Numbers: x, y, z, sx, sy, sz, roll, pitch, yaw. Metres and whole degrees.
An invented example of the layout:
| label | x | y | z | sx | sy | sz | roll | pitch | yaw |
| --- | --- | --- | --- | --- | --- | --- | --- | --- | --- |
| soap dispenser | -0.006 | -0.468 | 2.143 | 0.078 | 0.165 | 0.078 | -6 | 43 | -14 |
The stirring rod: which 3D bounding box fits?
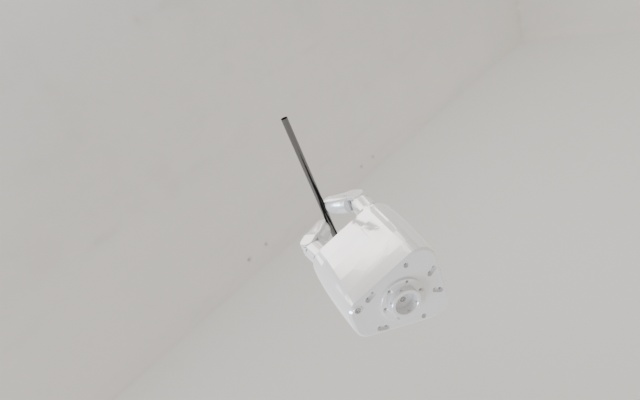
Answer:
| label | x | y | z | sx | sy | sz | roll | pitch | yaw |
| --- | --- | --- | --- | --- | --- | --- | --- | --- | --- |
| stirring rod | 0.000 | 0.002 | 0.608 | 0.011 | 0.240 | 0.011 | -18 | 29 | 10 |
